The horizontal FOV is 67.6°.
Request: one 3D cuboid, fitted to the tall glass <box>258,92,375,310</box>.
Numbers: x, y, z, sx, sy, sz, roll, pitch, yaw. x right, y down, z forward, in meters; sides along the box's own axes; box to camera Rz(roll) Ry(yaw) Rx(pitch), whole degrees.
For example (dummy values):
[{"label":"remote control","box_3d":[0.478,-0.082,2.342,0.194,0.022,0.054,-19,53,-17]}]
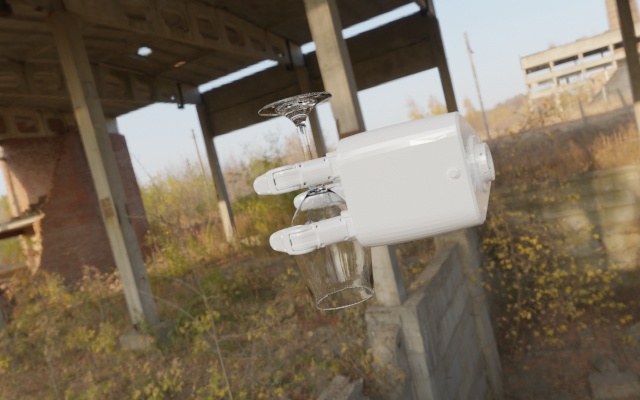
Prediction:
[{"label":"tall glass","box_3d":[0.000,0.001,0.470,0.079,0.201,0.079,-14,3,1]}]
